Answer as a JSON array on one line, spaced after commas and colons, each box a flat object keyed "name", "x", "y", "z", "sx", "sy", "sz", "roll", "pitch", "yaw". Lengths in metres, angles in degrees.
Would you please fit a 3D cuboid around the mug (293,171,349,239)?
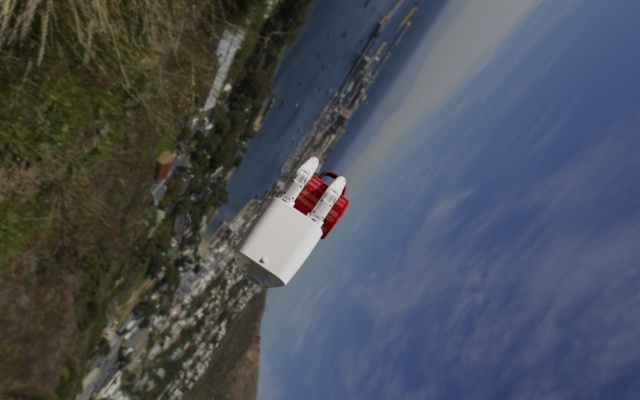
[{"name": "mug", "x": 0.001, "y": 0.002, "z": 0.808, "sx": 0.081, "sy": 0.117, "sz": 0.093, "roll": 35, "pitch": -25, "yaw": 0}]
